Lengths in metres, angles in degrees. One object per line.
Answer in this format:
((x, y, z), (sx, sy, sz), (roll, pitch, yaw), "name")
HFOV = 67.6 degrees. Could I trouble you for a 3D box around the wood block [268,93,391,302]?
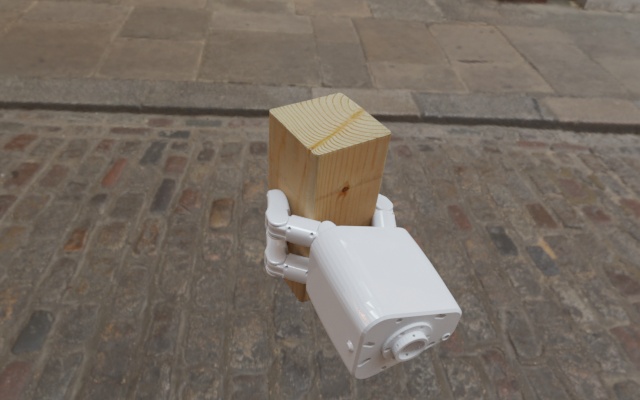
((0.001, 0.002, 0.525), (0.091, 0.206, 0.090), (-20, 47, -28), "wood block")
